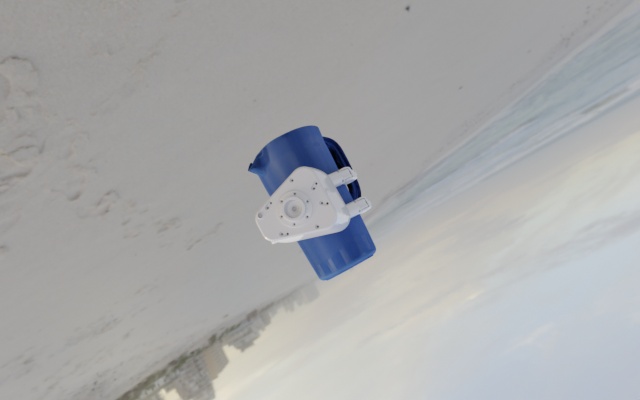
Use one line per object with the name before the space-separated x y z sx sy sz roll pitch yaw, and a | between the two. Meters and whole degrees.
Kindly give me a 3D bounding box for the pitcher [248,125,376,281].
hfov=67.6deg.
pitcher | 0.000 0.003 0.811 0.149 0.243 0.145 -29 -8 7
